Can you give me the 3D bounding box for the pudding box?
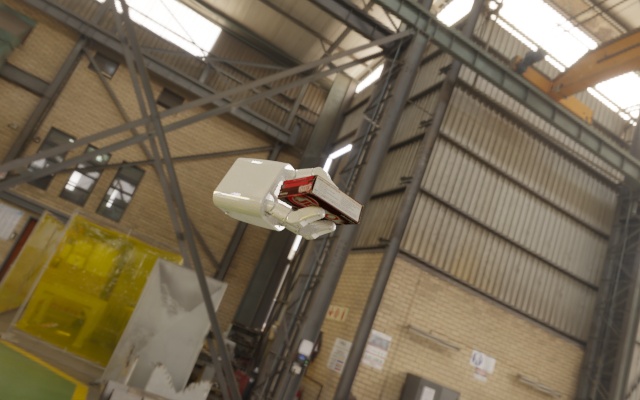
[{"bbox_3d":[0.000,0.002,0.779,0.113,0.039,0.090,30,-22,-34],"label":"pudding box"}]
